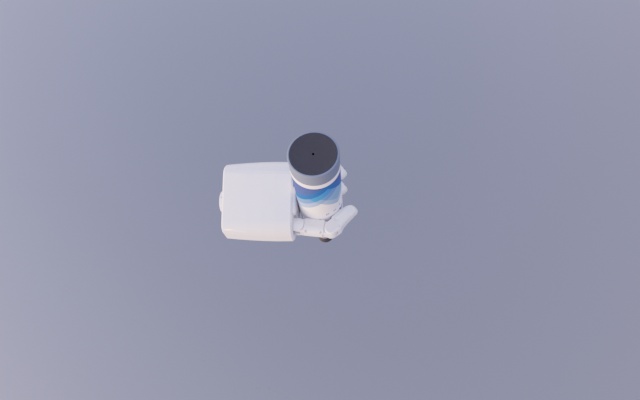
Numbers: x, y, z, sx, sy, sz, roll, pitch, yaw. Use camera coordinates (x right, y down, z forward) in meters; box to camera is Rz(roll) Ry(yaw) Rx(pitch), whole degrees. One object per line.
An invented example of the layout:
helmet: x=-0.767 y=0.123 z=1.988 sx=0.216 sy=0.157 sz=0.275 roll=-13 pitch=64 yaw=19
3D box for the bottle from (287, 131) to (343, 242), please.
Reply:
bottle: x=0.000 y=0.002 z=0.729 sx=0.069 sy=0.069 sz=0.296 roll=0 pitch=-24 yaw=4
